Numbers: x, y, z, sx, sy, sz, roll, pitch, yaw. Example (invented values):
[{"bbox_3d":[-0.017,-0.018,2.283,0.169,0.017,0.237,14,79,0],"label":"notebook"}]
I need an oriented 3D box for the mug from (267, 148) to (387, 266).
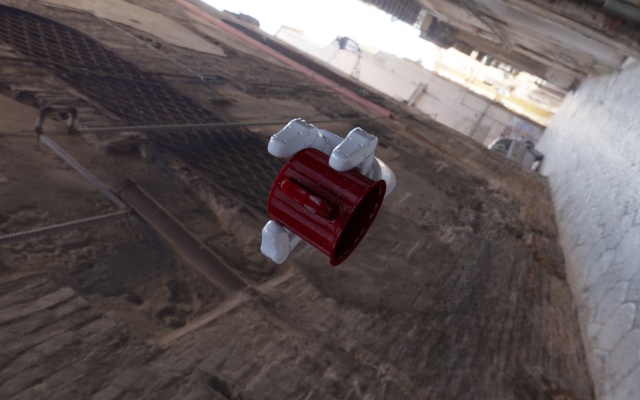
[{"bbox_3d":[-0.001,0.001,0.443,0.081,0.093,0.117,31,8,18],"label":"mug"}]
